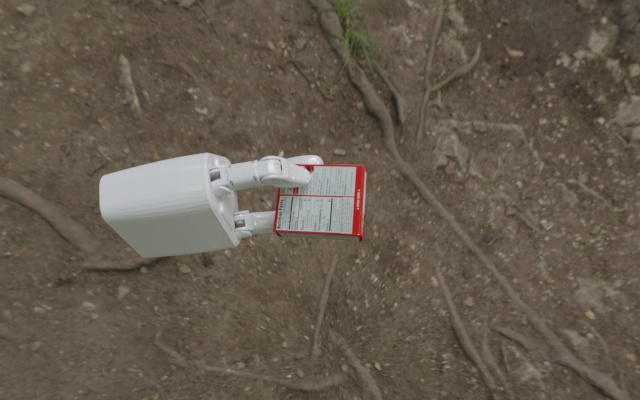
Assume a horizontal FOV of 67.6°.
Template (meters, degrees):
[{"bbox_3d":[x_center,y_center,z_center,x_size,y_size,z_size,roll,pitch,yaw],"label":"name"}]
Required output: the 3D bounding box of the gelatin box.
[{"bbox_3d":[0.000,0.001,0.485,0.089,0.073,0.030,2,-16,11],"label":"gelatin box"}]
